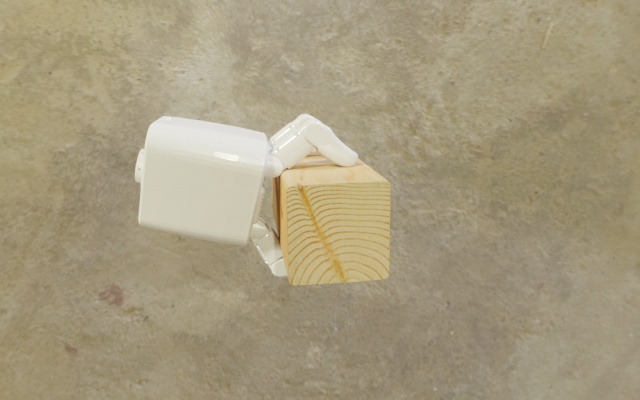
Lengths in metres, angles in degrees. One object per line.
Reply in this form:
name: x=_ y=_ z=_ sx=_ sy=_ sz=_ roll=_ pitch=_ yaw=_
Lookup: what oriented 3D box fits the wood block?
wood block: x=0.000 y=0.002 z=0.497 sx=0.090 sy=0.091 sz=0.206 roll=-3 pitch=16 yaw=-9
